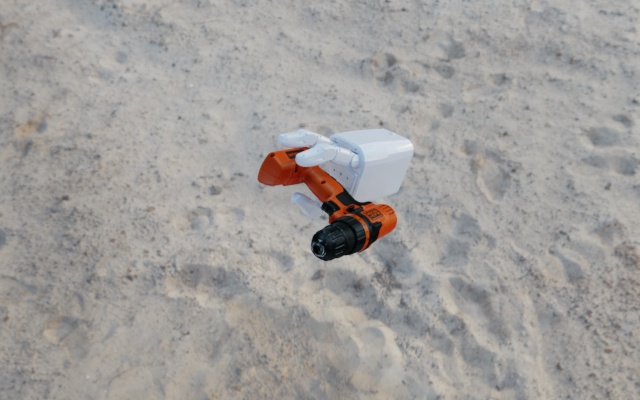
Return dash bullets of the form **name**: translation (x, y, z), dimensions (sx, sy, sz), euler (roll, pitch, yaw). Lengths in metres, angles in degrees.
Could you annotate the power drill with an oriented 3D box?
- **power drill**: translation (0.000, 0.002, 0.671), dimensions (0.187, 0.057, 0.184), euler (42, 29, 21)
